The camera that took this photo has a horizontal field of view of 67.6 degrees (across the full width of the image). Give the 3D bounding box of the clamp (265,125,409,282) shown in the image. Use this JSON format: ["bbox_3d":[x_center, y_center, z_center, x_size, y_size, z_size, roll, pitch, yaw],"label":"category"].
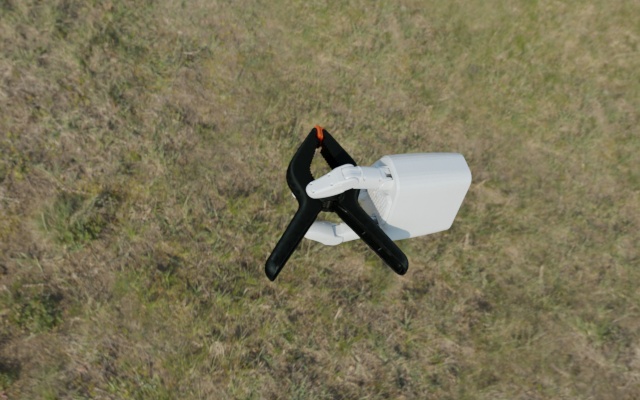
[{"bbox_3d":[0.000,0.001,0.567,0.164,0.210,0.036,-6,-28,-19],"label":"clamp"}]
